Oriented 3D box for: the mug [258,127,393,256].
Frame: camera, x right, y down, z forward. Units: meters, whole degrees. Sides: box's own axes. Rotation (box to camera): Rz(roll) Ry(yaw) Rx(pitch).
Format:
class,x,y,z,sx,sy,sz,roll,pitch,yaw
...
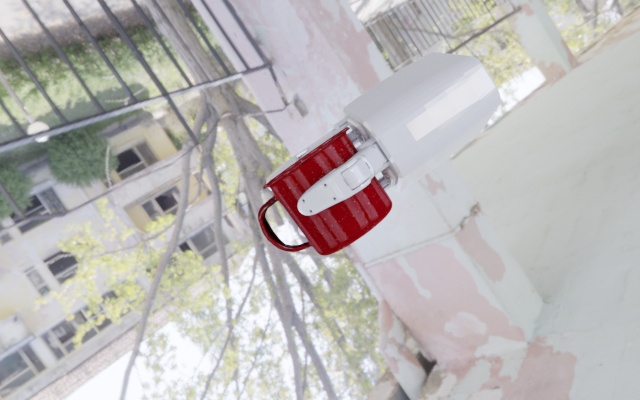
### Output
class,x,y,z,sx,sy,sz,roll,pitch,yaw
mug,-0.001,0.002,0.424,0.117,0.081,0.093,-35,4,3
